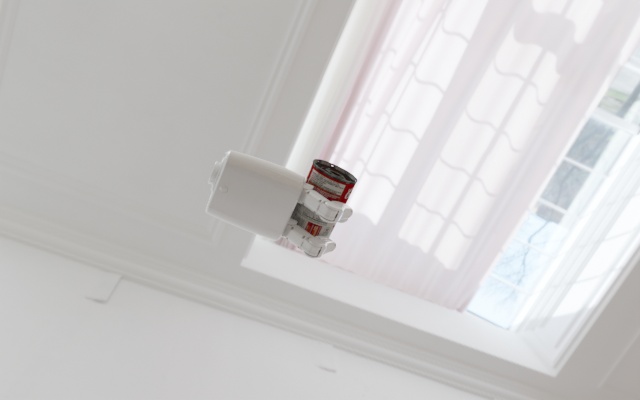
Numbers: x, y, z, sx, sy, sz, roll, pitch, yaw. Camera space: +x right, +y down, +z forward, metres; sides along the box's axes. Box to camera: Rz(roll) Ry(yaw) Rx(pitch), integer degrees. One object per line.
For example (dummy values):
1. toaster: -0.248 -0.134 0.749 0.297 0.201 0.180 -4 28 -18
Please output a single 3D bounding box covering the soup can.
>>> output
1. soup can: 0.000 0.003 0.673 0.068 0.102 0.068 23 16 -7
